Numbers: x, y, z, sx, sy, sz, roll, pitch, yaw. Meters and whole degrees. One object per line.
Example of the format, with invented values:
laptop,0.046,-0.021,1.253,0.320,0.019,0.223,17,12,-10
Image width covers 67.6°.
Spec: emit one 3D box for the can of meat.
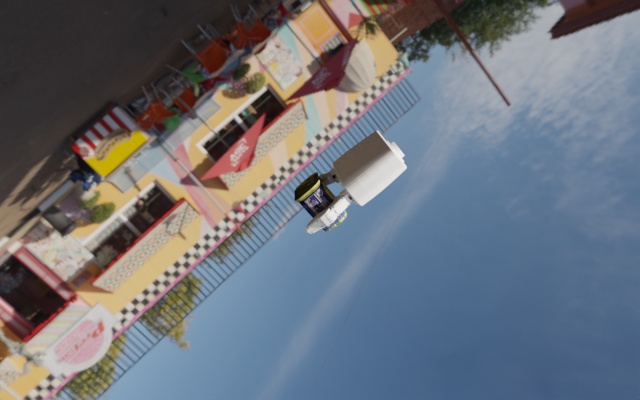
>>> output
can of meat,0.000,0.003,0.884,0.057,0.084,0.102,-40,14,7
